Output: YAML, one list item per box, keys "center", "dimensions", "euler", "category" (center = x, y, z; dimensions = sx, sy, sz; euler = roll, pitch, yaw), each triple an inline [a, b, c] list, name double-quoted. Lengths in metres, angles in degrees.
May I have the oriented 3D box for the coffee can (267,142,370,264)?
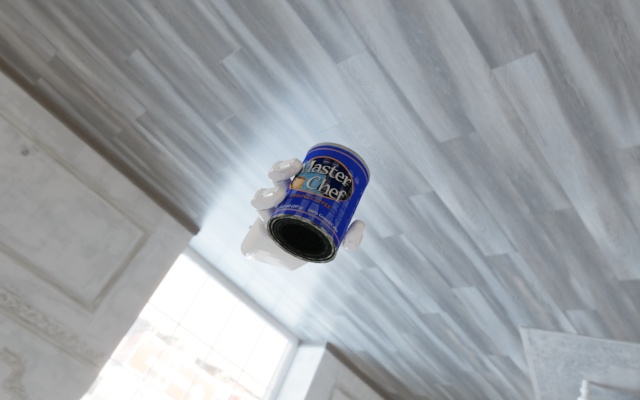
- center: [0.000, 0.002, 0.672]
  dimensions: [0.103, 0.140, 0.103]
  euler: [18, -36, 13]
  category: "coffee can"
